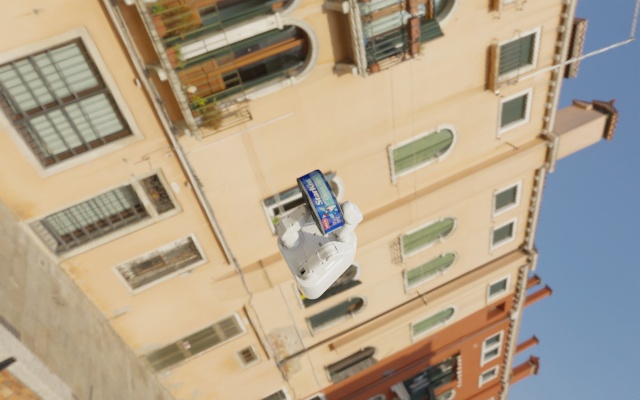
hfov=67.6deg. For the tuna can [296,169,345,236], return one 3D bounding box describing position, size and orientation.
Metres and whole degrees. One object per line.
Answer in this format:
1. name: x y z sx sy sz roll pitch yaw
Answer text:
1. tuna can: 0.001 0.002 0.637 0.034 0.086 0.086 -25 2 -5
